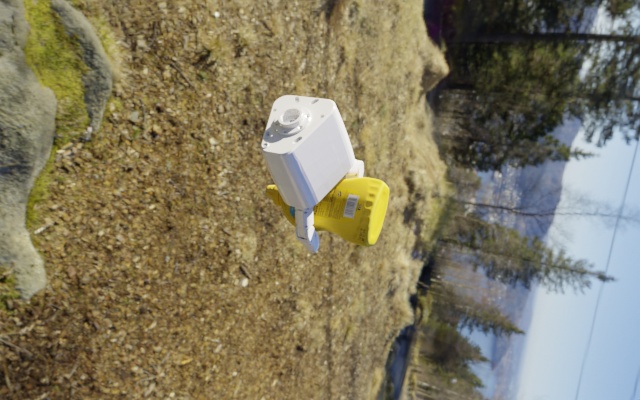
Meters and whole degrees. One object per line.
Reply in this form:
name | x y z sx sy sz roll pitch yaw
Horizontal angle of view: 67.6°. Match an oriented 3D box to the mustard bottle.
mustard bottle | 0.000 0.003 0.717 0.191 0.096 0.058 12 -7 26
